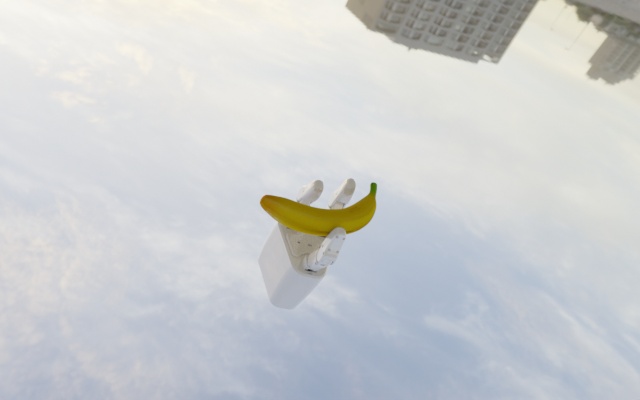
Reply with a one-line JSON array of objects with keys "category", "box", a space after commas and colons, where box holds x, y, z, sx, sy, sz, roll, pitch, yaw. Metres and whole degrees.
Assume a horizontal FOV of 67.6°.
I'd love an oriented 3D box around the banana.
[{"category": "banana", "box": [0.010, 0.018, 0.661, 0.198, 0.069, 0.037, -7, -26, -36]}]
